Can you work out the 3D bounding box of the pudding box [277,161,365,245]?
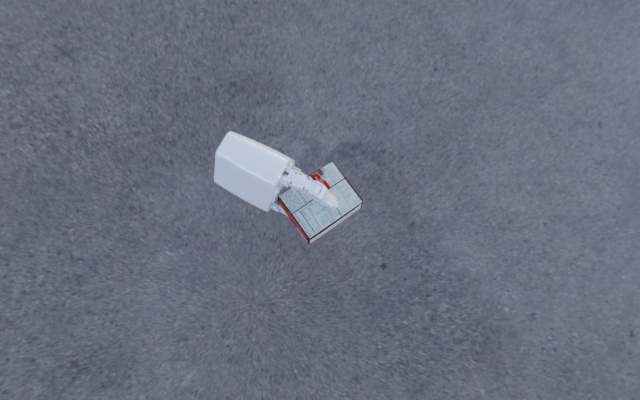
[{"bbox_3d":[0.000,0.002,0.772,0.113,0.090,0.039,-34,-9,-11],"label":"pudding box"}]
